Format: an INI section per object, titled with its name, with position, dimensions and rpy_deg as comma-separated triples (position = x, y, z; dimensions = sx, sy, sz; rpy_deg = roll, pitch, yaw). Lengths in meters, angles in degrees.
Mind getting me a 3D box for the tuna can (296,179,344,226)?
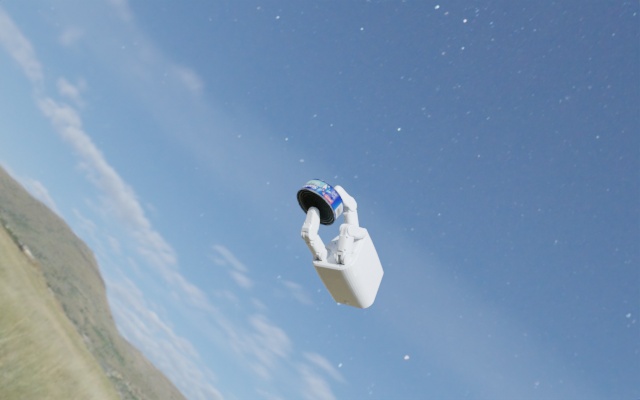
[tuna can]
position = 0.000, 0.002, 0.866
dimensions = 0.086, 0.086, 0.033
rpy_deg = 0, 39, 50
